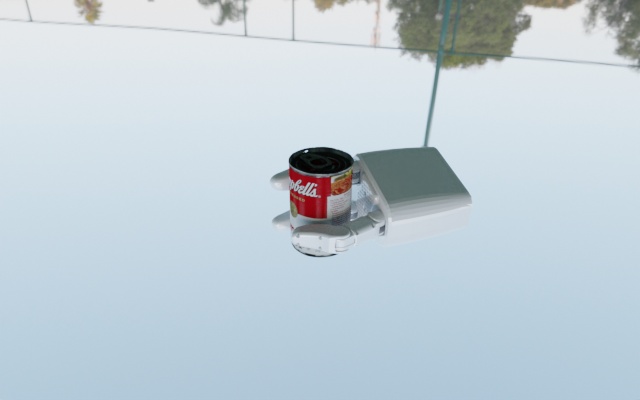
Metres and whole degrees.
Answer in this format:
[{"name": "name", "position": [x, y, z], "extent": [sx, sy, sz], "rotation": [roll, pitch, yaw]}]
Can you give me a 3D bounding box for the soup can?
[{"name": "soup can", "position": [0.000, 0.002, 0.516], "extent": [0.068, 0.102, 0.068], "rotation": [1, 30, 0]}]
